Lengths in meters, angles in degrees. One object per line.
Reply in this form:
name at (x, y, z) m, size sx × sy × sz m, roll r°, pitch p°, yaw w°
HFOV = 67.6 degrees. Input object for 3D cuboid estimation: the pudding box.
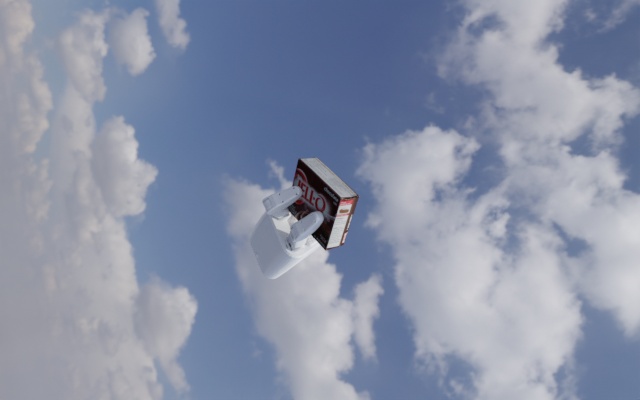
pudding box at (0.000, 0.002, 0.692) m, size 0.039 × 0.090 × 0.113 m, roll -12°, pitch 40°, yaw -36°
